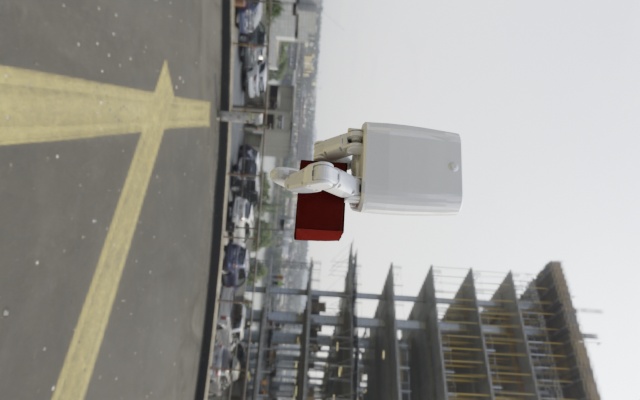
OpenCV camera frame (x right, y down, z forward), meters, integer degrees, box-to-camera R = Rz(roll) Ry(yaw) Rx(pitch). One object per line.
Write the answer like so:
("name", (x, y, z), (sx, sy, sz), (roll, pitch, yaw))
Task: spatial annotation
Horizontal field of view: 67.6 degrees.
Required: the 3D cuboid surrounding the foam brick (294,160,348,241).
("foam brick", (0.000, 0.002, 0.518), (0.051, 0.078, 0.053), (5, -17, -3))
